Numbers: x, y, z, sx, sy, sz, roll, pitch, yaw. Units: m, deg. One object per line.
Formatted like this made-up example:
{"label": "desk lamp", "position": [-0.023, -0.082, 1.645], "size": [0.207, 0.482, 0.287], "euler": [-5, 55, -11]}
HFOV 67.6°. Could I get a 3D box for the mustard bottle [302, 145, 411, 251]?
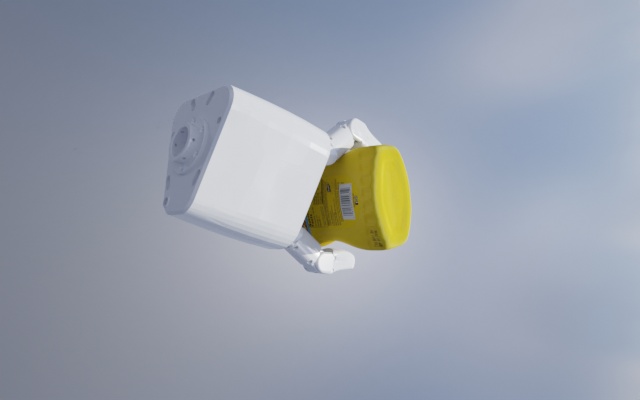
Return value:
{"label": "mustard bottle", "position": [0.001, 0.002, 0.496], "size": [0.058, 0.096, 0.191], "euler": [-11, 4, -44]}
